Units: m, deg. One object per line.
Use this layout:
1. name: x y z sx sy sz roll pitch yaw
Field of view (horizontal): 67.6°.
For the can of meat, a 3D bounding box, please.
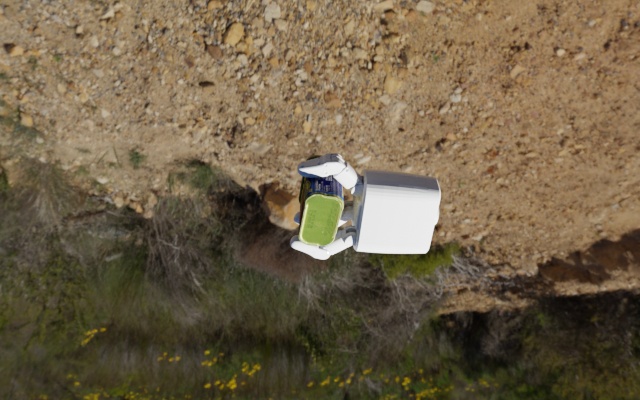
1. can of meat: 0.000 0.002 0.674 0.057 0.102 0.083 7 41 -6
